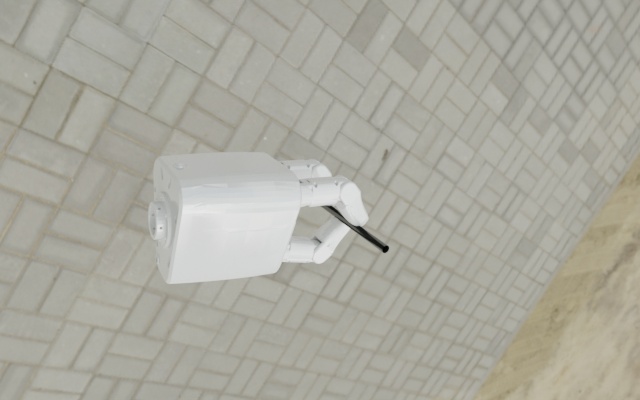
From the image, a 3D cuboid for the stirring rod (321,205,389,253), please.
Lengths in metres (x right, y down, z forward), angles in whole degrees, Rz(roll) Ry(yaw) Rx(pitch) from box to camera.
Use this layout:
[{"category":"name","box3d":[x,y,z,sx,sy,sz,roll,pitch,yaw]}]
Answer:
[{"category":"stirring rod","box3d":[0.000,0.002,0.536,0.011,0.011,0.239,0,21,-33]}]
